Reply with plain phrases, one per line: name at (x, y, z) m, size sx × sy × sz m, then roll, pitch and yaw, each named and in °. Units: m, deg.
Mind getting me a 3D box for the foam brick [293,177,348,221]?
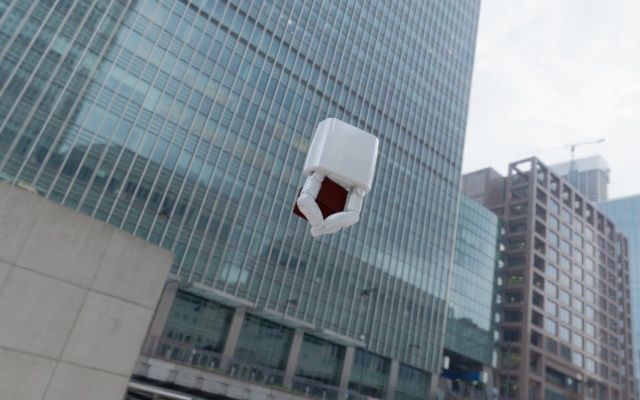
foam brick at (0.000, 0.003, 0.821) m, size 0.053 × 0.051 × 0.078 m, roll 31°, pitch -30°, yaw -29°
